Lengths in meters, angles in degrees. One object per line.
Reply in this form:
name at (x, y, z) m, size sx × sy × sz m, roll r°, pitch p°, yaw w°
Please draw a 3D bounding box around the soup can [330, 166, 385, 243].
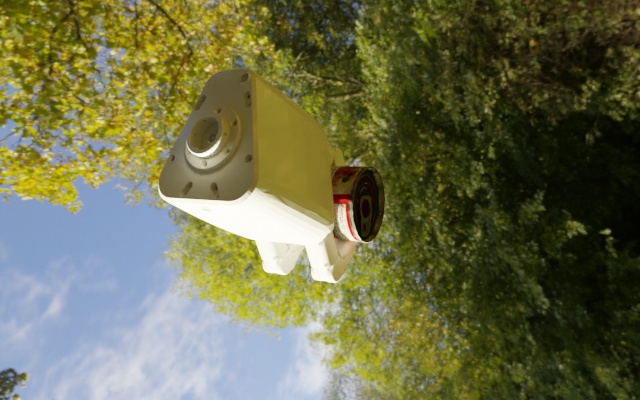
soup can at (0.000, 0.001, 0.447) m, size 0.102 × 0.068 × 0.068 m, roll 3°, pitch 1°, yaw 30°
